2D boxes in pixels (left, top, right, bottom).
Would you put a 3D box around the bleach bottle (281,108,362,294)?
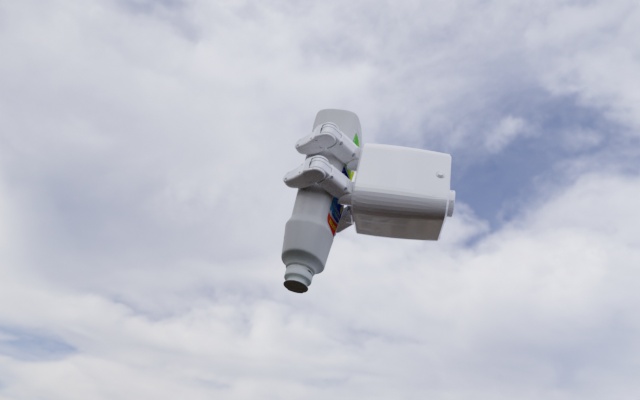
[{"bbox_3d":[0.000,0.002,0.593,0.068,0.250,0.103,7,-38,11],"label":"bleach bottle"}]
